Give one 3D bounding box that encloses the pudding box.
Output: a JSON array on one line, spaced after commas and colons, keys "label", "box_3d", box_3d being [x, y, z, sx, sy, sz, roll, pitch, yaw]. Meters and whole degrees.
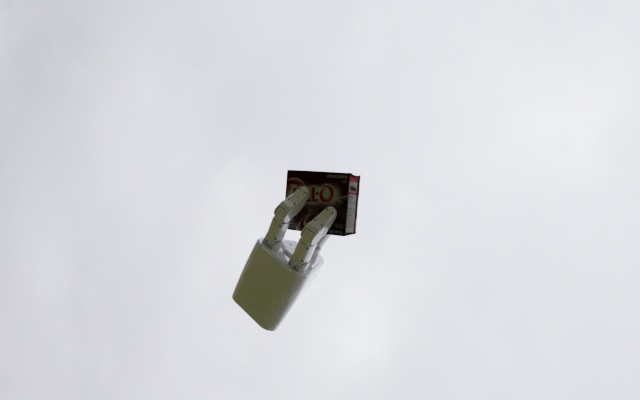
[{"label": "pudding box", "box_3d": [0.000, 0.002, 0.701, 0.113, 0.090, 0.039, 5, 1, 31]}]
